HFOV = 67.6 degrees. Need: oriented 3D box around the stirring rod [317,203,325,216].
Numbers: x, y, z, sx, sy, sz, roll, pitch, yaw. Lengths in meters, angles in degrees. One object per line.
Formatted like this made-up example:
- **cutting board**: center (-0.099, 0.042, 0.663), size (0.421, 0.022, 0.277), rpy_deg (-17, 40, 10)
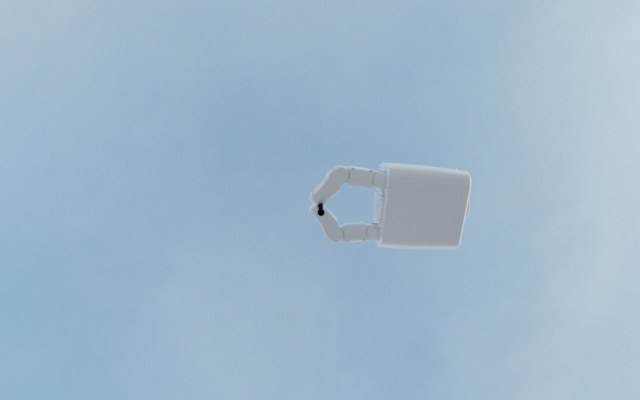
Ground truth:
- **stirring rod**: center (0.000, 0.002, 0.649), size (0.011, 0.011, 0.239), rpy_deg (0, 5, 0)
